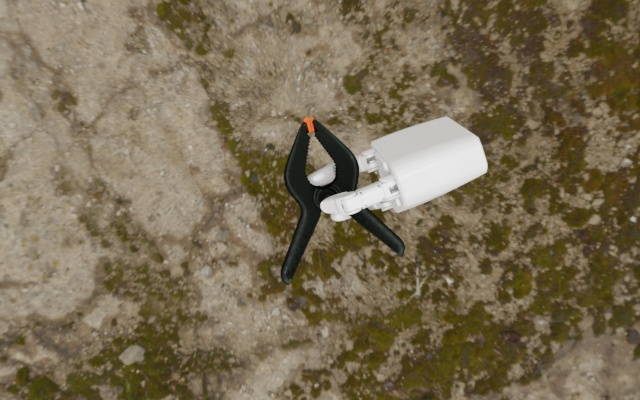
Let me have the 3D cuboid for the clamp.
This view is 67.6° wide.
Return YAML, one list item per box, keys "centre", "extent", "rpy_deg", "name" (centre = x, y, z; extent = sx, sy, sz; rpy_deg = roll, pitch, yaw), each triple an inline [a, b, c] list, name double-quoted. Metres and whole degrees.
- centre: [0.000, 0.002, 0.603]
  extent: [0.164, 0.210, 0.036]
  rpy_deg: [-21, 11, -1]
  name: "clamp"
